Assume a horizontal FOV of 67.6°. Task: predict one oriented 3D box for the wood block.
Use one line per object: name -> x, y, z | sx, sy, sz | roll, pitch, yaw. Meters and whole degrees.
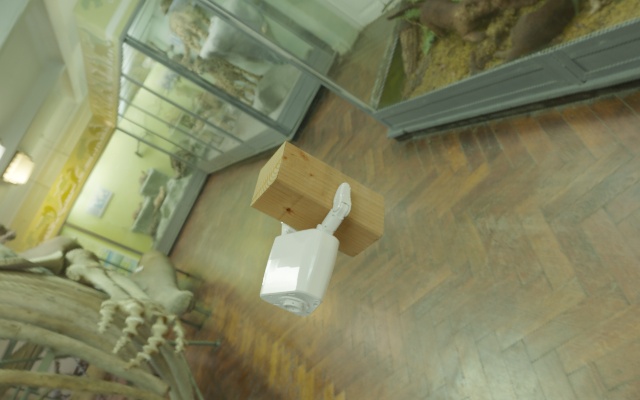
wood block -> 0.000, 0.003, 0.808 | 0.206, 0.090, 0.091 | 28, -45, -20
